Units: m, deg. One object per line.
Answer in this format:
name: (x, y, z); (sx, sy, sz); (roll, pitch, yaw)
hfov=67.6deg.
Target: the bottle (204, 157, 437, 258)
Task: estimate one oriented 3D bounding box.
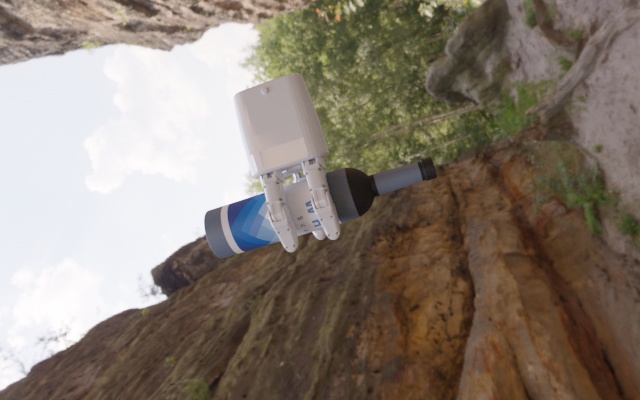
bottle: (0.000, 0.002, 0.609); (0.296, 0.069, 0.069); (-17, -3, 9)
